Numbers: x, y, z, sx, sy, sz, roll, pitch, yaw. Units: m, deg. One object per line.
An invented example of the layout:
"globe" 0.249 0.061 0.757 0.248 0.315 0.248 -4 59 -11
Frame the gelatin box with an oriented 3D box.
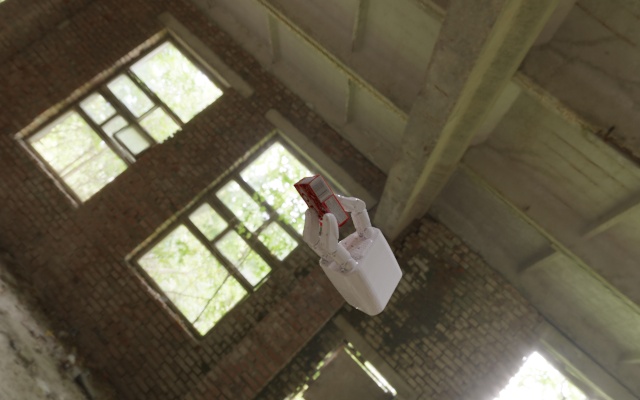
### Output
"gelatin box" 0.000 0.002 0.779 0.030 0.089 0.073 -38 14 -18
